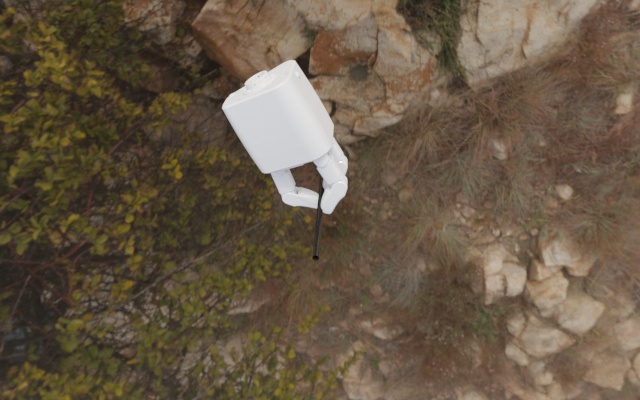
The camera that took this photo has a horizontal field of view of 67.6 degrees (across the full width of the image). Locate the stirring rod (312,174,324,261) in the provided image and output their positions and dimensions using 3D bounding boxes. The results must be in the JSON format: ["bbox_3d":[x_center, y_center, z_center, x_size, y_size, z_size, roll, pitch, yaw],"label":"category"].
[{"bbox_3d":[0.000,0.002,0.672,0.011,0.011,0.239,0,34,3],"label":"stirring rod"}]
